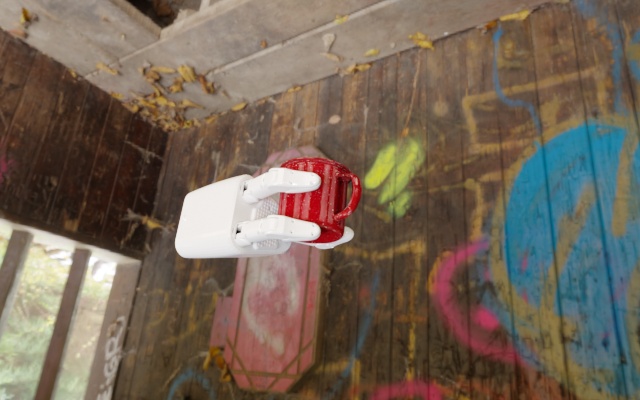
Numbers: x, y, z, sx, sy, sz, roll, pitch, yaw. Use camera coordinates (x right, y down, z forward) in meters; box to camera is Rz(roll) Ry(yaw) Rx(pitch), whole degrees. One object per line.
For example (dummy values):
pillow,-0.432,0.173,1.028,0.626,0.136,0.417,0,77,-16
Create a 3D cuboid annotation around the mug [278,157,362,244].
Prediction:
mug,0.001,0.002,0.574,0.117,0.081,0.093,-12,-27,37
